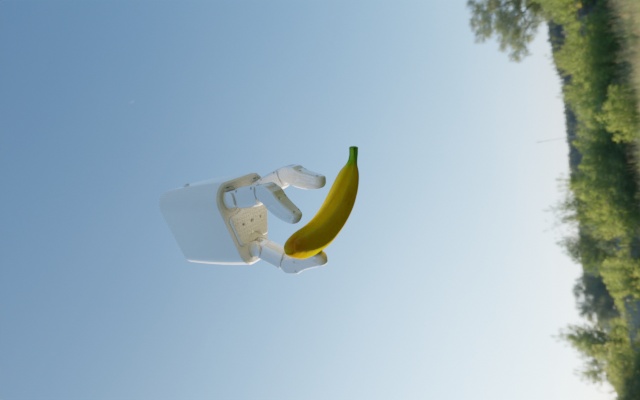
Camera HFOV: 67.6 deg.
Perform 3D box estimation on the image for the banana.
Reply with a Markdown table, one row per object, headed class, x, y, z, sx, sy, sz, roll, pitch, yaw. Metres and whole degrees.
| class | x | y | z | sx | sy | sz | roll | pitch | yaw |
| --- | --- | --- | --- | --- | --- | --- | --- | --- | --- |
| banana | 0.007 | 0.014 | 0.584 | 0.037 | 0.070 | 0.197 | 0 | 39 | 29 |
